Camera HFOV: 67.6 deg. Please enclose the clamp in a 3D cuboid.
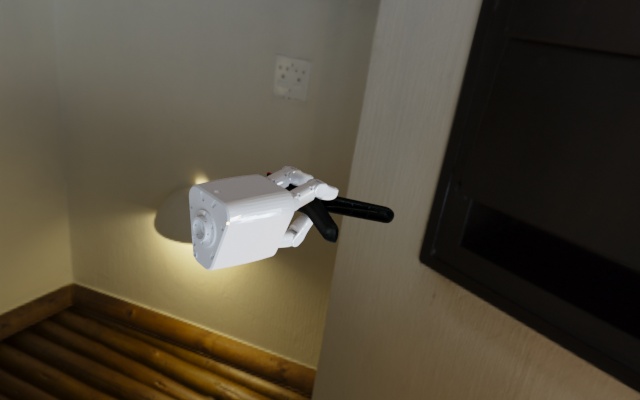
[{"bbox_3d":[-0.001,0.003,0.739,0.210,0.036,0.164,28,23,38],"label":"clamp"}]
